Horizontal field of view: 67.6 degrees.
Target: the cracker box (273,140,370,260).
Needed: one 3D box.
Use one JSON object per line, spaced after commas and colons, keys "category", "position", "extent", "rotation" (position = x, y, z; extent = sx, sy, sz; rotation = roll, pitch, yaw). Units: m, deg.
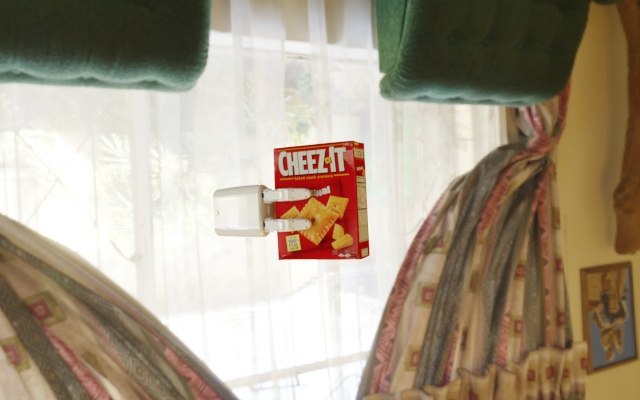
{"category": "cracker box", "position": [0.000, 0.003, 0.887], "extent": [0.164, 0.213, 0.072], "rotation": [-3, 0, 22]}
